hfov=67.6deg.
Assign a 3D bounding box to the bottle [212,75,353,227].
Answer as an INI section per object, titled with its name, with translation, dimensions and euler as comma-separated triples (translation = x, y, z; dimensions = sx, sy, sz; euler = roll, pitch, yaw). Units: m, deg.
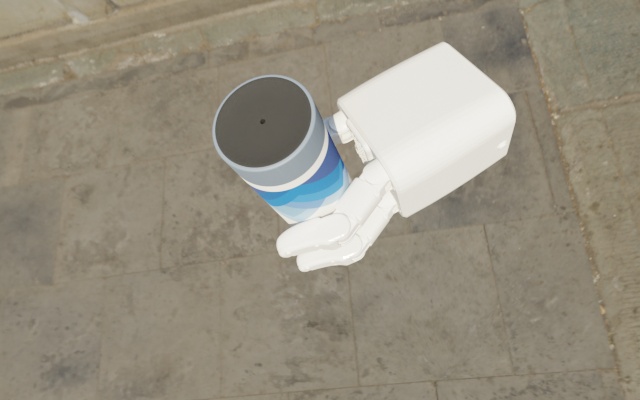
[bottle]
translation = 0.000, 0.001, 0.422
dimensions = 0.069, 0.069, 0.296
euler = 0, -20, 15
